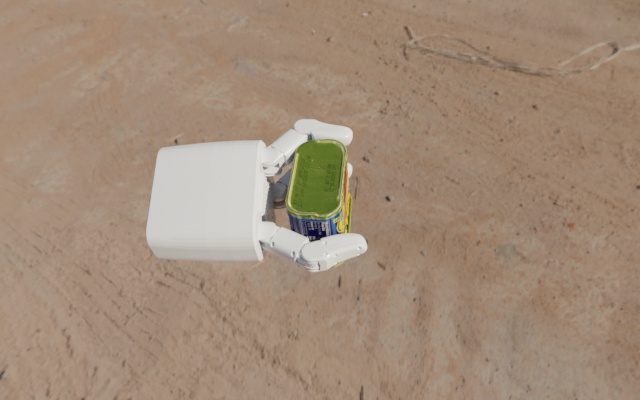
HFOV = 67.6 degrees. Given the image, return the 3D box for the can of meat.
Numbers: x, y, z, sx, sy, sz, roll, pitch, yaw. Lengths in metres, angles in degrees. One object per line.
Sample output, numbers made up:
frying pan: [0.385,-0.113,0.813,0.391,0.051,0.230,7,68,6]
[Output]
can of meat: [0.000,0.001,0.475,0.057,0.102,0.084,1,-38,7]
